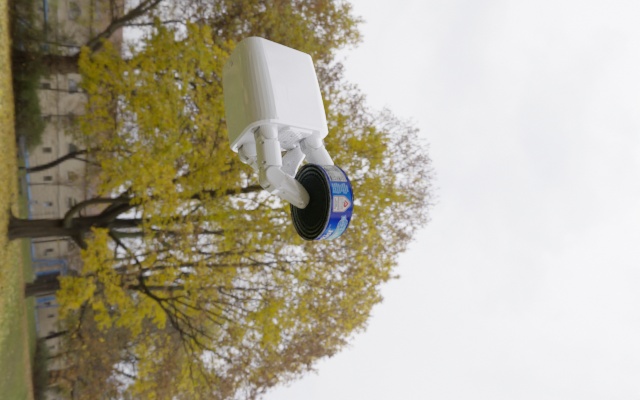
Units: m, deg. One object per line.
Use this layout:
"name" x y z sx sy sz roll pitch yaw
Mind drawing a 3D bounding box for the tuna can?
"tuna can" 0.001 0.002 0.534 0.034 0.086 0.086 1 0 -32
